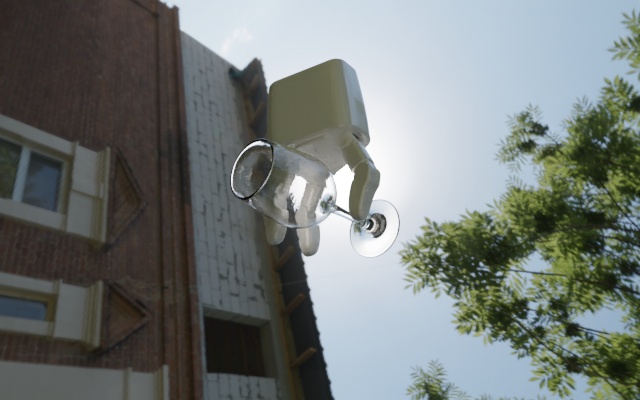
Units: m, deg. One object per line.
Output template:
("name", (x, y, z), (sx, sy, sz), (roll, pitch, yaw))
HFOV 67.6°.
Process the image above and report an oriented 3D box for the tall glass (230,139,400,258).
("tall glass", (0.001, 0.002, 0.516), (0.079, 0.079, 0.201), (0, -19, 44))
